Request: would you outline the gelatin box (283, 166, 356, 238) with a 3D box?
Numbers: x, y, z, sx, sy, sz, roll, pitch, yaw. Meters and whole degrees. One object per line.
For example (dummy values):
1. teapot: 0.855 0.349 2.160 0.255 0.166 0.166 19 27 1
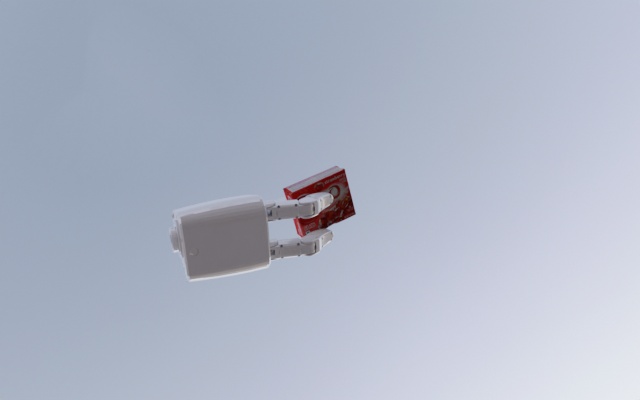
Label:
1. gelatin box: 0.000 0.002 0.670 0.089 0.073 0.030 -25 25 -19
